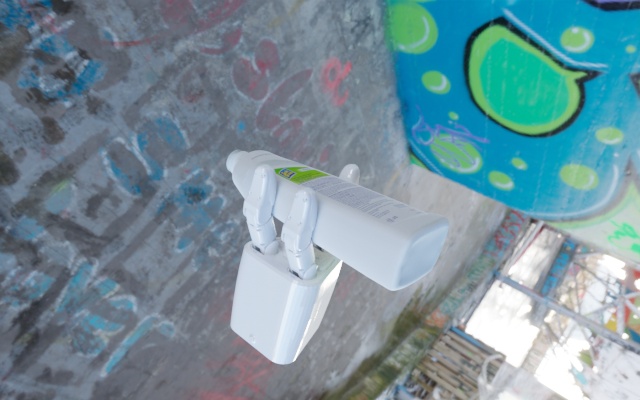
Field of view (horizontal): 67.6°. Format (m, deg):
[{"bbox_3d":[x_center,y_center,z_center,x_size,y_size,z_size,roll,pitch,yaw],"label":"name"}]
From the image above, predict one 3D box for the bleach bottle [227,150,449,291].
[{"bbox_3d":[0.000,0.002,0.506,0.250,0.068,0.102,28,23,31],"label":"bleach bottle"}]
